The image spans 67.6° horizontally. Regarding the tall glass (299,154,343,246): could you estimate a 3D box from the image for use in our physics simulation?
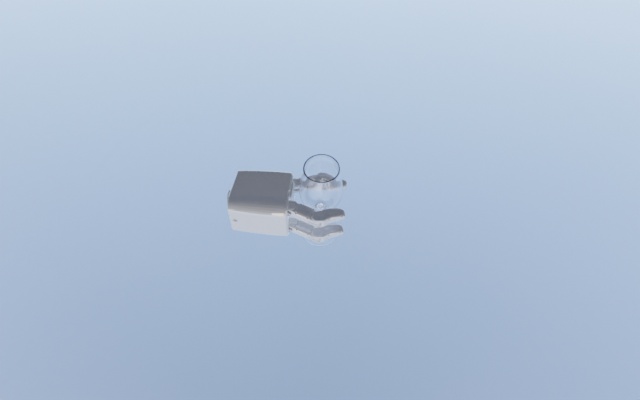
[{"bbox_3d":[0.000,0.003,0.874,0.079,0.079,0.201,0,-35,-2],"label":"tall glass"}]
